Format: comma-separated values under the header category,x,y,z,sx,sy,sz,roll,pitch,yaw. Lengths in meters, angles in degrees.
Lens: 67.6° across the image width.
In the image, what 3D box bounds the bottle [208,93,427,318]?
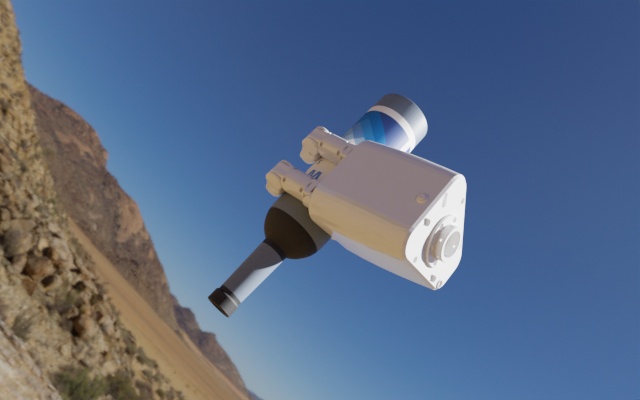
category,x,y,z,sx,sy,sz,roll,pitch,yaw
bottle,0.000,0.001,0.497,0.295,0.069,0.069,-46,21,-22
